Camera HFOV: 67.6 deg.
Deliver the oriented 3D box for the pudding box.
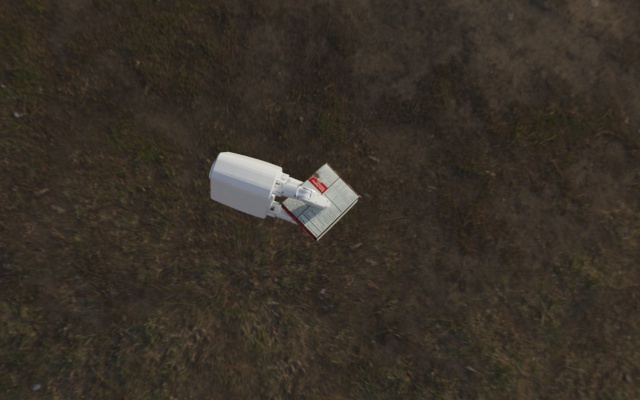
[{"bbox_3d":[0.000,0.003,0.841,0.113,0.090,0.039,-43,-4,-10],"label":"pudding box"}]
